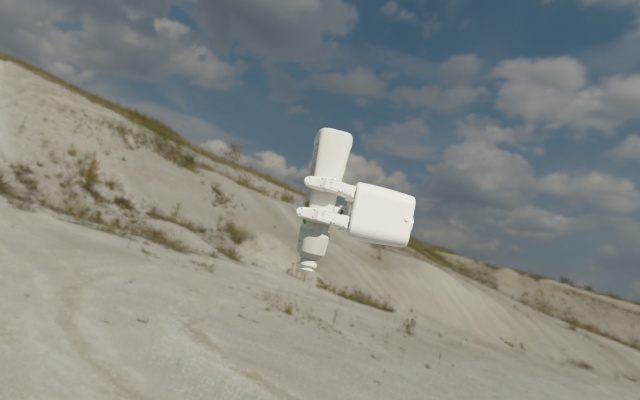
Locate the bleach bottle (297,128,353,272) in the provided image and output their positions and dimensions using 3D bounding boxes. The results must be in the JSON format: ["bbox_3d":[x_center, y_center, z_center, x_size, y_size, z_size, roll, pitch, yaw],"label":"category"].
[{"bbox_3d":[0.000,0.003,0.863,0.068,0.250,0.102,13,-10,-4],"label":"bleach bottle"}]
